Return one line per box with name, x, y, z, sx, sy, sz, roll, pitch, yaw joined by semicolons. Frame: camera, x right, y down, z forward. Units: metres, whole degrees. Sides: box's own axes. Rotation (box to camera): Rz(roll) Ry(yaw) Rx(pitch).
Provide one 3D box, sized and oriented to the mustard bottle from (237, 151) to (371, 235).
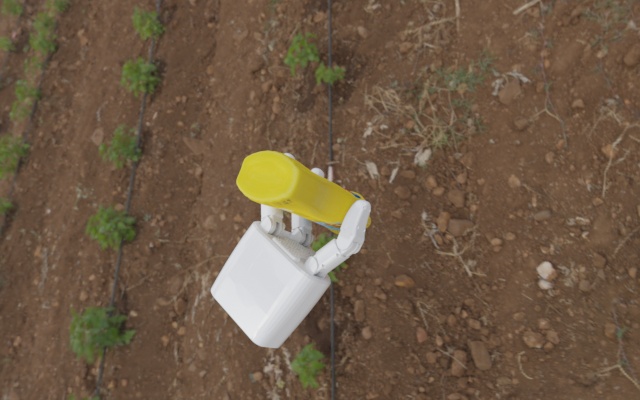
mustard bottle;0.000;0.001;0.567;0.096;0.058;0.192;12;-9;43
